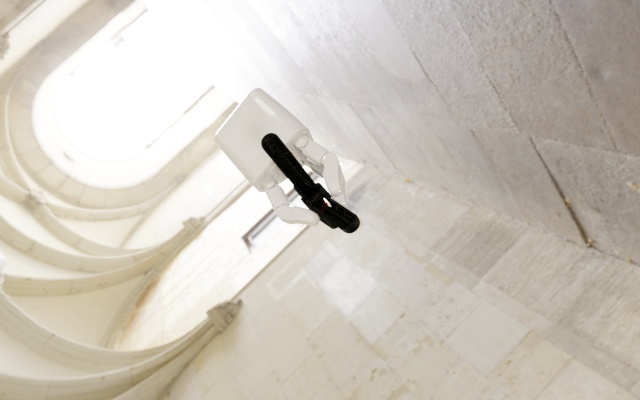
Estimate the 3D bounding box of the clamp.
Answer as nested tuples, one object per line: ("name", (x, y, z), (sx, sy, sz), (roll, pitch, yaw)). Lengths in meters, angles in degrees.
("clamp", (-0.001, 0.003, 0.663), (0.036, 0.164, 0.210), (-42, -19, -5))
